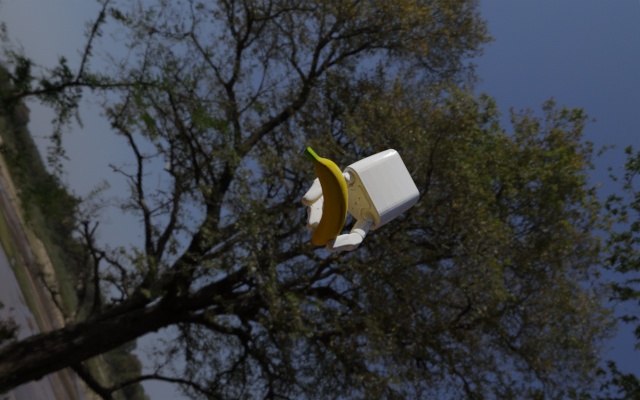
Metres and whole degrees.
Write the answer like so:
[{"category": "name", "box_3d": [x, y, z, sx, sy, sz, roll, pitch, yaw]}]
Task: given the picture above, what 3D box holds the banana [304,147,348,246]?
[{"category": "banana", "box_3d": [0.012, 0.009, 0.739, 0.037, 0.198, 0.069, -30, 47, -29]}]
